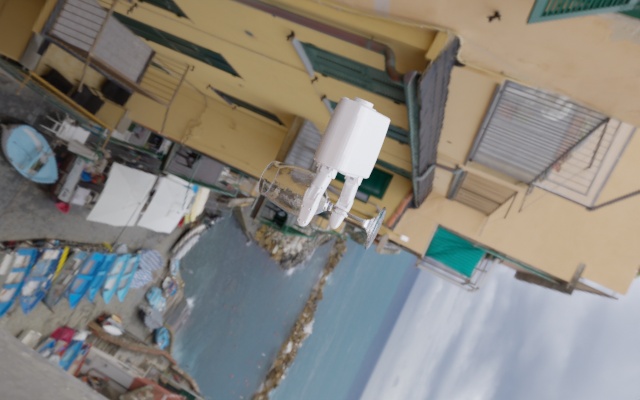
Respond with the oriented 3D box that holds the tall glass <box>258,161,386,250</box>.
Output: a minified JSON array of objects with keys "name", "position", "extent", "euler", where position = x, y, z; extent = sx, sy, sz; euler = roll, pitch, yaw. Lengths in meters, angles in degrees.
[{"name":"tall glass","position":[0.001,0.003,0.772],"extent":[0.201,0.079,0.079],"euler":[25,6,14]}]
